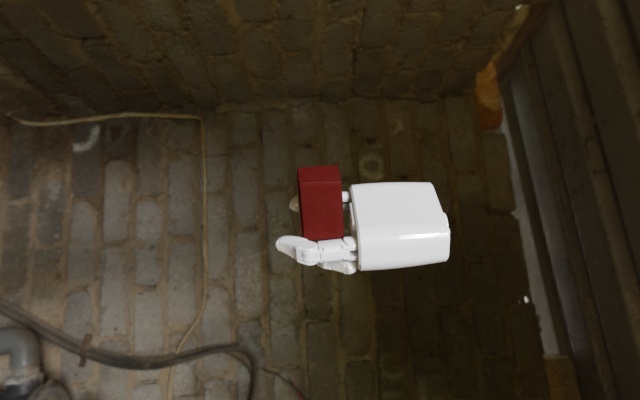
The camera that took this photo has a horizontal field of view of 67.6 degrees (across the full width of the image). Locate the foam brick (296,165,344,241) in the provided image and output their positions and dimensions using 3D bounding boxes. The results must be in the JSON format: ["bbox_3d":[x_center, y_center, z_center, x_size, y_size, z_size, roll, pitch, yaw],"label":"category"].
[{"bbox_3d":[0.000,0.002,0.573,0.051,0.078,0.053,-4,24,0],"label":"foam brick"}]
